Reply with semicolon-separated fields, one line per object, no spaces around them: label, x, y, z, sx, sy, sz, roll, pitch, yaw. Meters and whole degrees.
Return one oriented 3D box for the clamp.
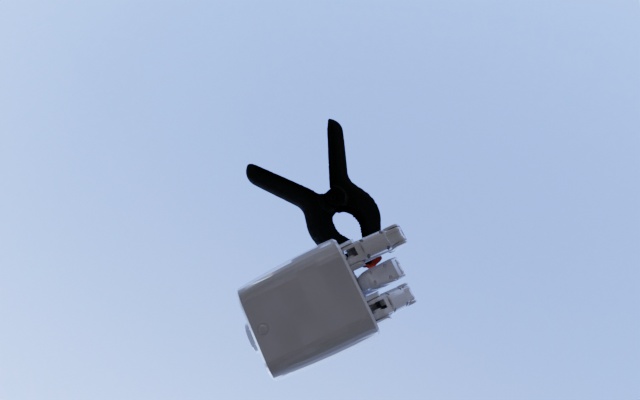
clamp;0.000;0.002;0.511;0.120;0.171;0.039;-25;-18;-7
